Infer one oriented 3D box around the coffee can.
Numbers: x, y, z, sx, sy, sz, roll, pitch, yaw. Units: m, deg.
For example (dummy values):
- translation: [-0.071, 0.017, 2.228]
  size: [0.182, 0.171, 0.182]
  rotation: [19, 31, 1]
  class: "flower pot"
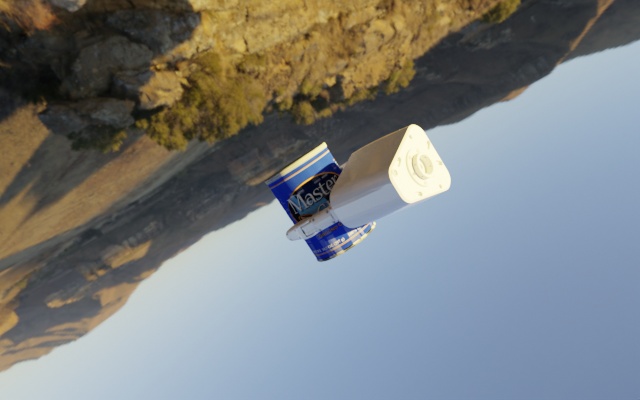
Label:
- translation: [0.000, 0.002, 0.691]
  size: [0.103, 0.140, 0.103]
  rotation: [-32, 7, 5]
  class: "coffee can"
